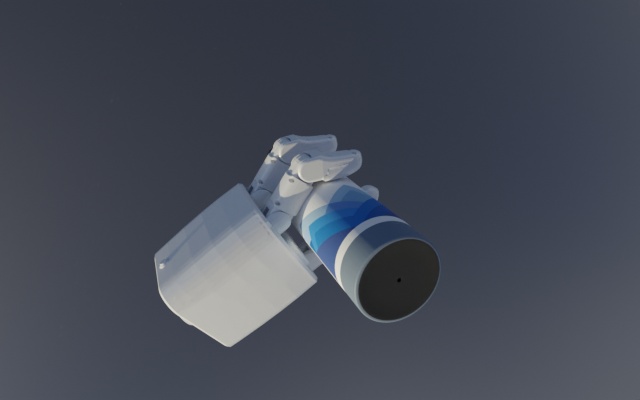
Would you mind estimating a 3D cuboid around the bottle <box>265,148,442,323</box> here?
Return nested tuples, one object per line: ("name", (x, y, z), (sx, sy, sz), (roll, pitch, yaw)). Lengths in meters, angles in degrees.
("bottle", (0.000, 0.002, 0.445), (0.069, 0.069, 0.295), (0, 21, -23))
